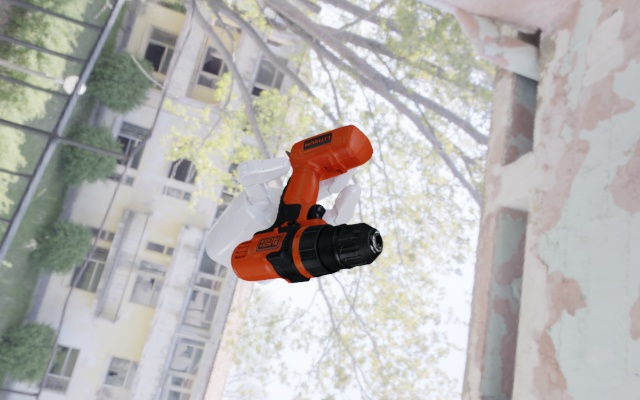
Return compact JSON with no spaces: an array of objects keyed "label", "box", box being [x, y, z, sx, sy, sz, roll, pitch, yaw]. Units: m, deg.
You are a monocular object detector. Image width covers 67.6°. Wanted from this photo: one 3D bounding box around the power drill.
[{"label":"power drill","box":[0.000,0.001,0.520,0.184,0.187,0.057,-12,-49,36]}]
